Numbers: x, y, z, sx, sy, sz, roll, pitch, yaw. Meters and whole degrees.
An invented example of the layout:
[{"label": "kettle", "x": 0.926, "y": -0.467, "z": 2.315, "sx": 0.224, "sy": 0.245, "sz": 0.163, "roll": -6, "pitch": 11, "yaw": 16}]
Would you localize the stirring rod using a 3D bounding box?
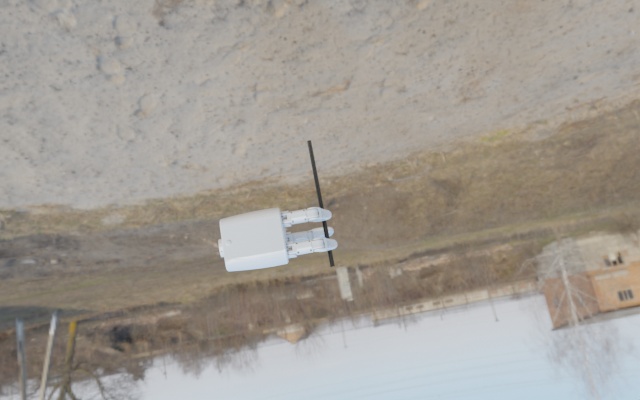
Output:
[{"label": "stirring rod", "x": 0.000, "y": 0.003, "z": 0.882, "sx": 0.011, "sy": 0.239, "sz": 0.011, "roll": -10, "pitch": -12, "yaw": -2}]
